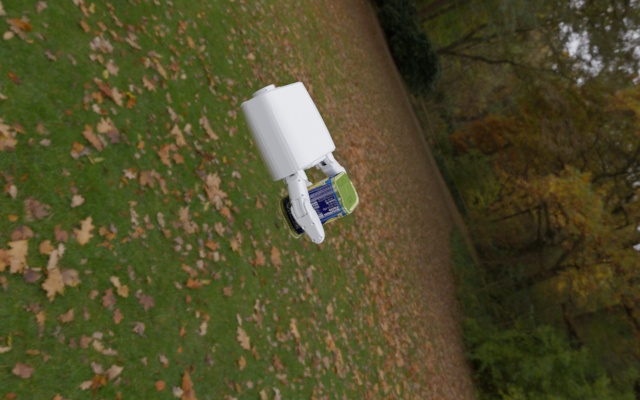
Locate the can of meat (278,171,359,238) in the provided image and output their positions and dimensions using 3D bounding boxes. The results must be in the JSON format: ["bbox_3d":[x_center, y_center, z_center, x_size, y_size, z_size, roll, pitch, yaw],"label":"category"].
[{"bbox_3d":[0.000,0.002,0.655,0.084,0.057,0.102,-23,6,16],"label":"can of meat"}]
